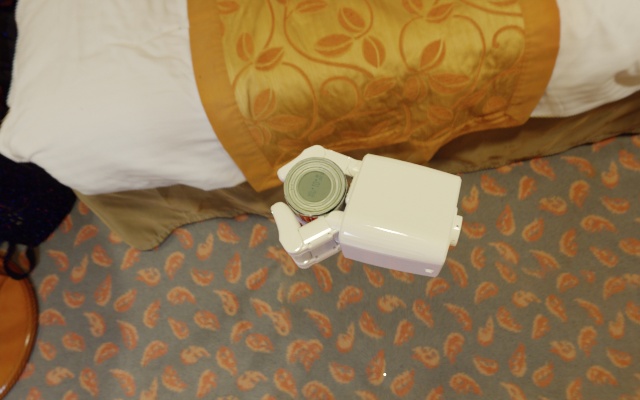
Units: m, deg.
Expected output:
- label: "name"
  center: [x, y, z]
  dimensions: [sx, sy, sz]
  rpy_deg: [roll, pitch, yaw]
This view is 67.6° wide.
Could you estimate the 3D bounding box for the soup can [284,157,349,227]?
- label: "soup can"
  center: [0.000, 0.001, 0.537]
  dimensions: [0.068, 0.068, 0.102]
  rpy_deg: [0, -20, 8]
